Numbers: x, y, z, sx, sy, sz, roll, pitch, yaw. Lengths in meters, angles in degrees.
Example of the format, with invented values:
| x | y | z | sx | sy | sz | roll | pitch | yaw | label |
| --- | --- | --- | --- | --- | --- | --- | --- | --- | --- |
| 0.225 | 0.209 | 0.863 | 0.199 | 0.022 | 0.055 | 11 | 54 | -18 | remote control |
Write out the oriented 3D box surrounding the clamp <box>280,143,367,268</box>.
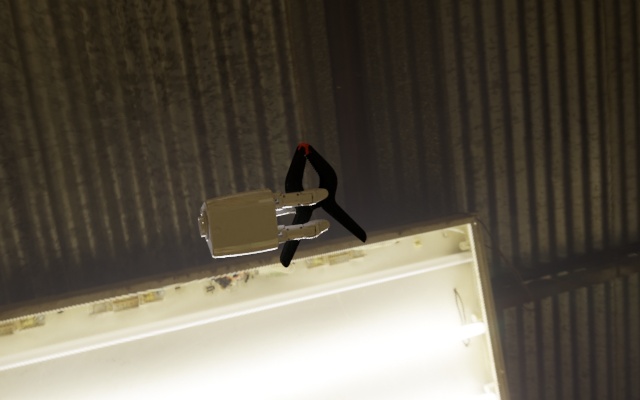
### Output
| x | y | z | sx | sy | sz | roll | pitch | yaw | label |
| --- | --- | --- | --- | --- | --- | --- | --- | --- | --- |
| 0.000 | 0.002 | 0.831 | 0.164 | 0.210 | 0.036 | -9 | 12 | -21 | clamp |
